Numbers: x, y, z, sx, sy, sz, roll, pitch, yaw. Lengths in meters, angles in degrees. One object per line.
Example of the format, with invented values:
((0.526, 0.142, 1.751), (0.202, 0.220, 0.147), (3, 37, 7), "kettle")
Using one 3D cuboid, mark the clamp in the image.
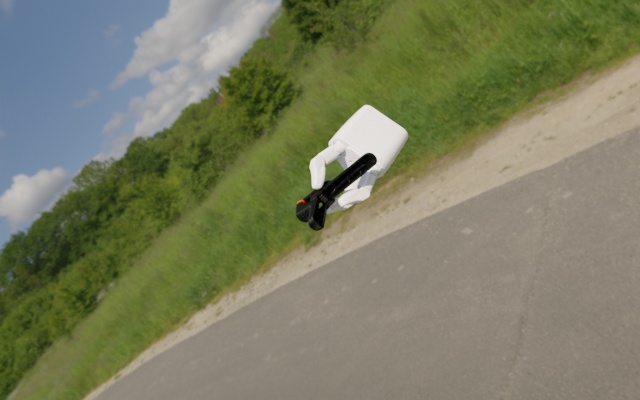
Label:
((-0.001, 0.002, 0.834), (0.164, 0.036, 0.210), (-50, 11, -28), "clamp")
